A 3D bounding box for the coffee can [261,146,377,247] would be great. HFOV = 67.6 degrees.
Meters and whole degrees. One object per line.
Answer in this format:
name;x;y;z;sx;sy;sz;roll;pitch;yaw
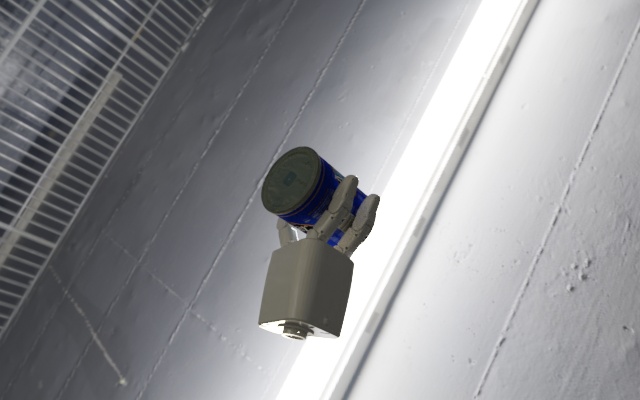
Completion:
coffee can;0.000;0.002;0.684;0.103;0.102;0.140;0;-27;44
